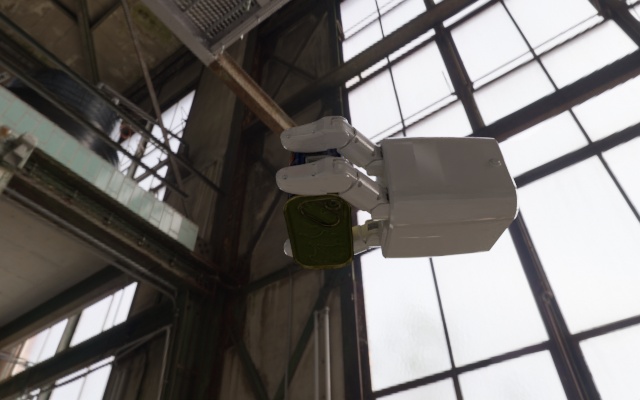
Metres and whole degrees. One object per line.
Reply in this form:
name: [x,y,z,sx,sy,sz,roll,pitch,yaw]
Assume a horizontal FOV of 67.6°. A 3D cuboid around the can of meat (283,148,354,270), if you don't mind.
can of meat: [0.000,0.001,0.451,0.057,0.083,0.102,-4,-44,4]
